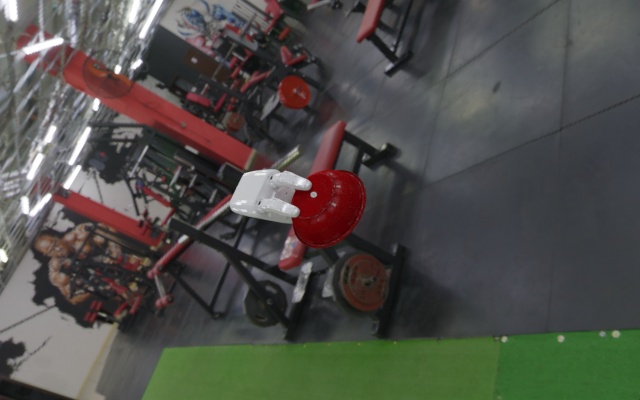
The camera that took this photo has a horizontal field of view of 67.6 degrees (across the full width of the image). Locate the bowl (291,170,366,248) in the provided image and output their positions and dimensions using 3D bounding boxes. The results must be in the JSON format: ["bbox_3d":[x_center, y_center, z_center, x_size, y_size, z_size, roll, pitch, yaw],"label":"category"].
[{"bbox_3d":[0.001,0.003,0.867,0.162,0.162,0.055,0,-27,37],"label":"bowl"}]
